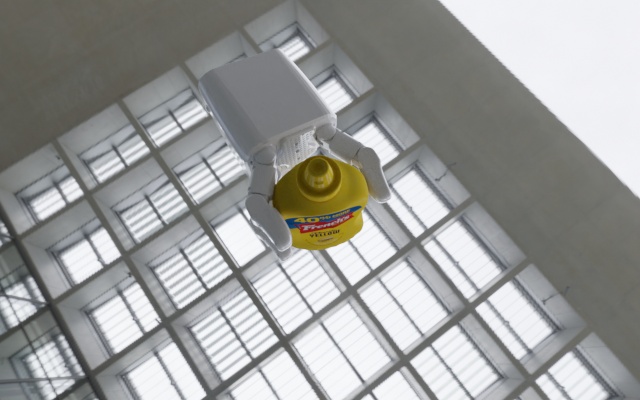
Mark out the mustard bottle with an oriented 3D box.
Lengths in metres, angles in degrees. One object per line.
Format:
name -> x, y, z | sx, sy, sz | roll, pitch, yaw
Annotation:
mustard bottle -> 0.000, 0.002, 0.490 | 0.096, 0.058, 0.192 | -9, -19, -2
